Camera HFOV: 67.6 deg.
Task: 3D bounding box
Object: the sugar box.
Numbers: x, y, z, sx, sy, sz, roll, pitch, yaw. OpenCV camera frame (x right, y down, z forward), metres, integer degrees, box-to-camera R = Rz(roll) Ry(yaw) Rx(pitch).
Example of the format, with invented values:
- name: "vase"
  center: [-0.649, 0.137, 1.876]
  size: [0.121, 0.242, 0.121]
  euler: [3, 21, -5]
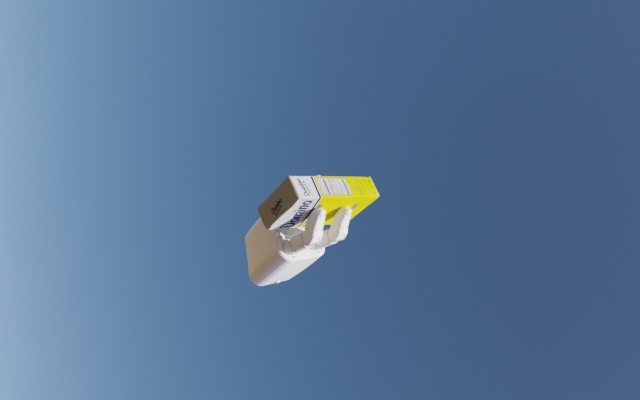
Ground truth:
- name: "sugar box"
  center: [0.000, 0.003, 0.743]
  size: [0.176, 0.048, 0.093]
  euler: [-6, -28, -44]
